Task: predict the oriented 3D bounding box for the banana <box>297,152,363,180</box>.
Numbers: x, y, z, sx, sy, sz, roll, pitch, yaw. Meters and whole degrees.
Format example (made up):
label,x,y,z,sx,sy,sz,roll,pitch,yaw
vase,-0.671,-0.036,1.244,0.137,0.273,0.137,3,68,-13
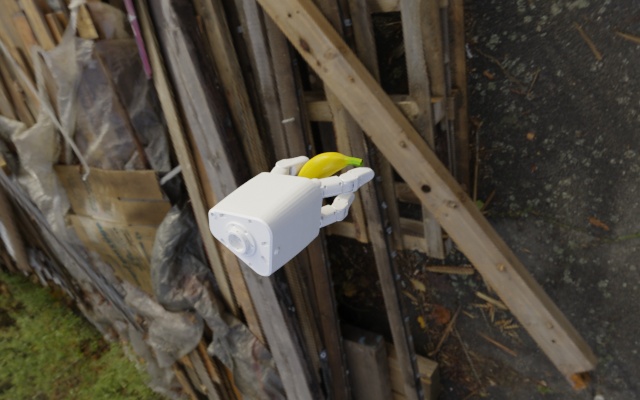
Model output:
label,x,y,z,sx,sy,sz,roll,pitch,yaw
banana,-0.012,-0.012,0.735,0.037,0.069,0.198,-40,-10,-46
